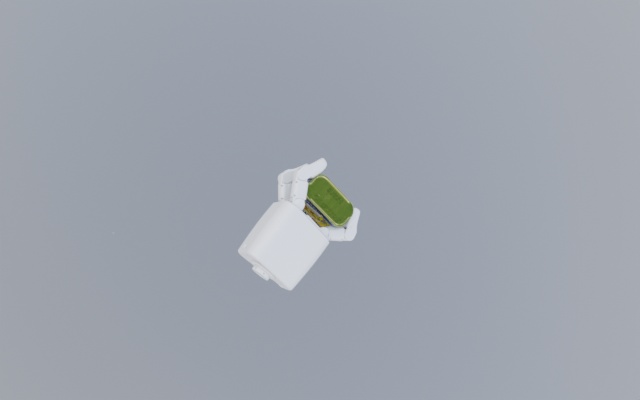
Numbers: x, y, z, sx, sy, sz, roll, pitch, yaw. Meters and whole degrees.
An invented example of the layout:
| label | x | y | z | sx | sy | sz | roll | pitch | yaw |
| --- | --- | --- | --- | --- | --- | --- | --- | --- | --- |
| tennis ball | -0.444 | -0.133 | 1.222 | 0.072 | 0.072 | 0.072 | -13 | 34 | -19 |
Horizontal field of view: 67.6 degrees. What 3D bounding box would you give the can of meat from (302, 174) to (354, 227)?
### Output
| label | x | y | z | sx | sy | sz | roll | pitch | yaw |
| --- | --- | --- | --- | --- | --- | --- | --- | --- | --- |
| can of meat | 0.000 | 0.003 | 0.833 | 0.102 | 0.057 | 0.084 | 45 | -19 | -15 |
